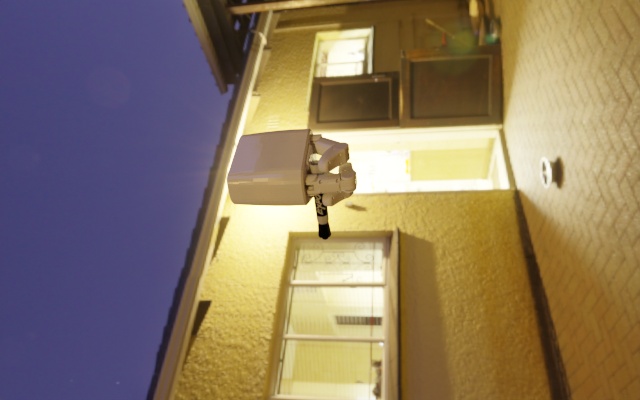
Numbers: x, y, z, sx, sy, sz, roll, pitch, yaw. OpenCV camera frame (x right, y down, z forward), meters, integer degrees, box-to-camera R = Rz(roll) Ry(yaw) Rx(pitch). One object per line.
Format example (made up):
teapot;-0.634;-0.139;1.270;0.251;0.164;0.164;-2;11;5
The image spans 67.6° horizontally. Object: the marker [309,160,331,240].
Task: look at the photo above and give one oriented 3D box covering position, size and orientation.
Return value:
marker;0.000;0.002;0.662;0.020;0.121;0.020;-6;29;3
